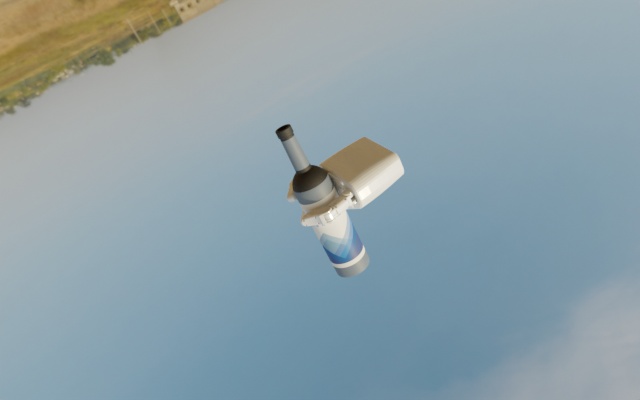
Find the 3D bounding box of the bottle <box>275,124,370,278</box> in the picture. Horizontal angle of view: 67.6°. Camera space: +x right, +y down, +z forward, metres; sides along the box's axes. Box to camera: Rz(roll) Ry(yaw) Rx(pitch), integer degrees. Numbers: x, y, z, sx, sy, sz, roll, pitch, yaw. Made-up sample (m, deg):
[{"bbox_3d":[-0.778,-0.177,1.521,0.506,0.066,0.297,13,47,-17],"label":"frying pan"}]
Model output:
[{"bbox_3d":[0.000,0.003,0.825,0.069,0.296,0.069,-22,26,11],"label":"bottle"}]
